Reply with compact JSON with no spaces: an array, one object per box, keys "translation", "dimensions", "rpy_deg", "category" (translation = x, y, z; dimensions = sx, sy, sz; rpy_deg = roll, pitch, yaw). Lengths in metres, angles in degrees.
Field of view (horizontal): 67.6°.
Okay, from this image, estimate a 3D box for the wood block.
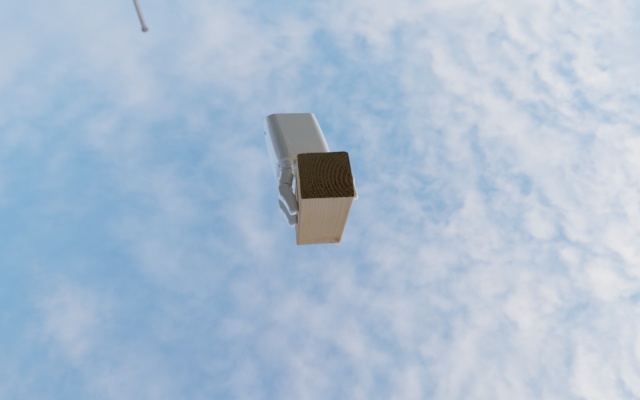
[{"translation":[0.000,0.003,0.883],"dimensions":[0.091,0.090,0.206],"rpy_deg":[-4,-26,-6],"category":"wood block"}]
